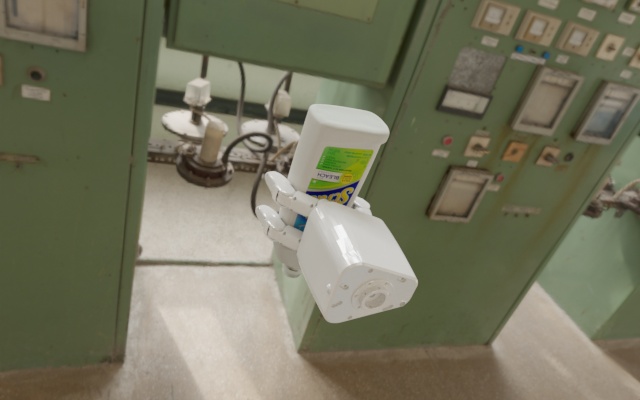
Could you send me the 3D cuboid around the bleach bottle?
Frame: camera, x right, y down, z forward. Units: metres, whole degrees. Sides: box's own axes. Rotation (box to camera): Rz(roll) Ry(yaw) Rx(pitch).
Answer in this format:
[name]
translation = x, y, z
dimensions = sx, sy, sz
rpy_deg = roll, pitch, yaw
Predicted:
[bleach bottle]
translation = 0.000, 0.002, 0.633
dimensions = 0.102, 0.251, 0.068
rpy_deg = 4, 34, -23
